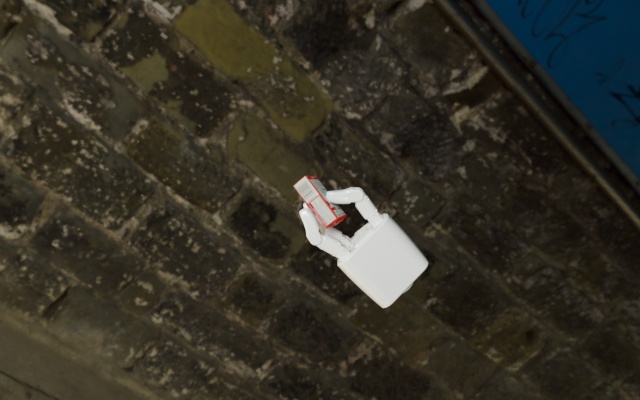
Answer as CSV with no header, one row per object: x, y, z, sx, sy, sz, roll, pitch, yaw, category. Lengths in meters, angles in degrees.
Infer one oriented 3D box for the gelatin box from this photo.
0.000,0.002,0.781,0.030,0.089,0.073,-38,-6,11,gelatin box
